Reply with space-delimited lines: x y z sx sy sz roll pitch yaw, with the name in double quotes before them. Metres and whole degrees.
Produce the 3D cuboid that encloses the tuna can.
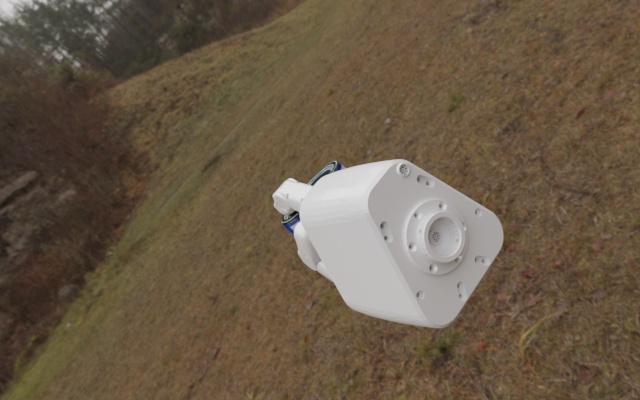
"tuna can" 0.000 0.001 0.480 0.034 0.086 0.086 41 -10 -12
